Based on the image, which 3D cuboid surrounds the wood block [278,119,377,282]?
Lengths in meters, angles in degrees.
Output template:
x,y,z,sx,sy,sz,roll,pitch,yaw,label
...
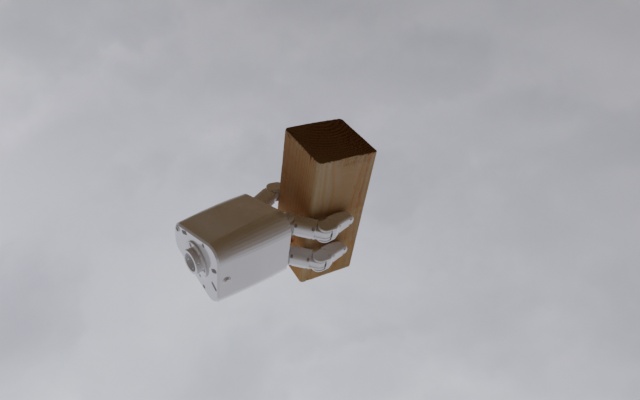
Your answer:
x,y,z,sx,sy,sz,roll,pitch,yaw,label
0.000,0.002,0.668,0.090,0.206,0.090,-15,44,-28,wood block
